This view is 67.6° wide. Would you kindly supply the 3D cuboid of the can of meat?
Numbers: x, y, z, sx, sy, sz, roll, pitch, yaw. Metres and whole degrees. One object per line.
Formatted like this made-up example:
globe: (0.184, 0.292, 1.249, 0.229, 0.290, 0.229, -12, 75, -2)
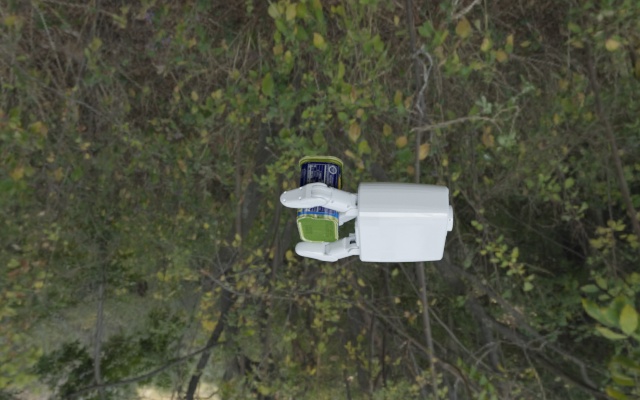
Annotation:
can of meat: (0.000, 0.002, 0.626, 0.057, 0.084, 0.102, 2, -23, 4)
